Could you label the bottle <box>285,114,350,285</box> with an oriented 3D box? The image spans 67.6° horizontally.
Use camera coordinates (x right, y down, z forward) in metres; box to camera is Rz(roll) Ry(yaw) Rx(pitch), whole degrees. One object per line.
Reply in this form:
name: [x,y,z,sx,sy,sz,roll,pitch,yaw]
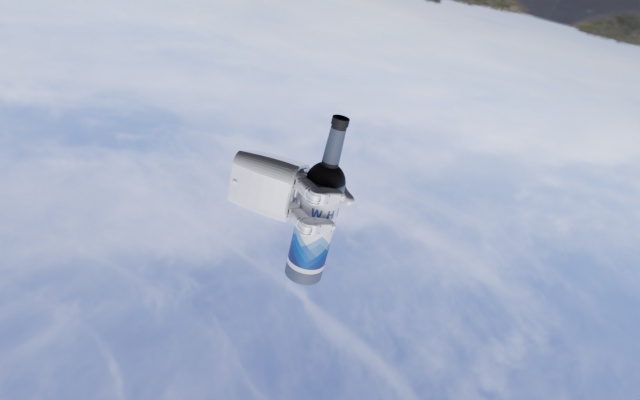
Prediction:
bottle: [0.000,0.003,0.786,0.069,0.296,0.069,11,27,-6]
